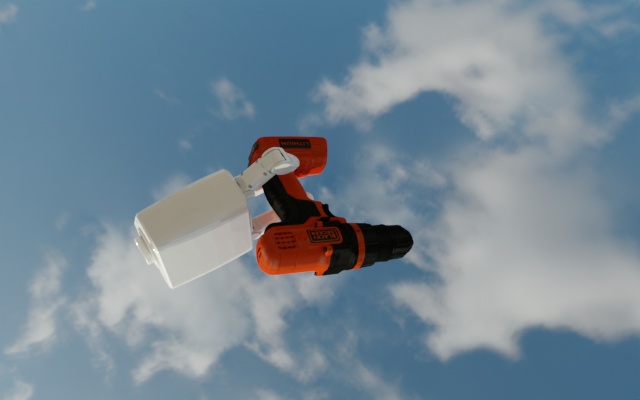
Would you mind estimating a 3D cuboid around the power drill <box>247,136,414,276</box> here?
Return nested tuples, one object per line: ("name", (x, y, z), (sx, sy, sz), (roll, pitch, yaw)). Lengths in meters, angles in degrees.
("power drill", (0.000, 0.002, 0.565), (0.184, 0.057, 0.187), (-2, 46, -25))
